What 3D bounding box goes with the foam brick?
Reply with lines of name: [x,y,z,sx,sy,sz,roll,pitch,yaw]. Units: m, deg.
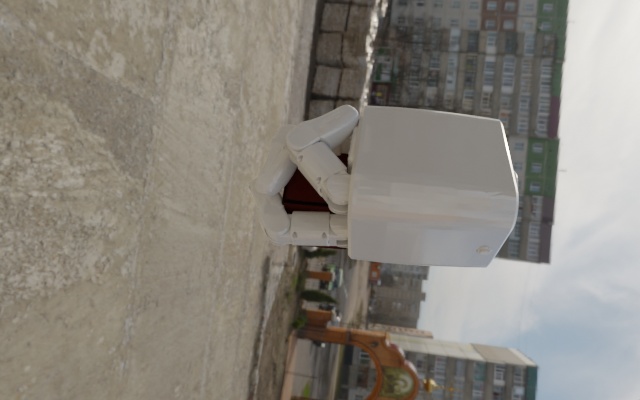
foam brick: [0.000,0.001,0.408,0.051,0.053,0.078,5,-30,6]
